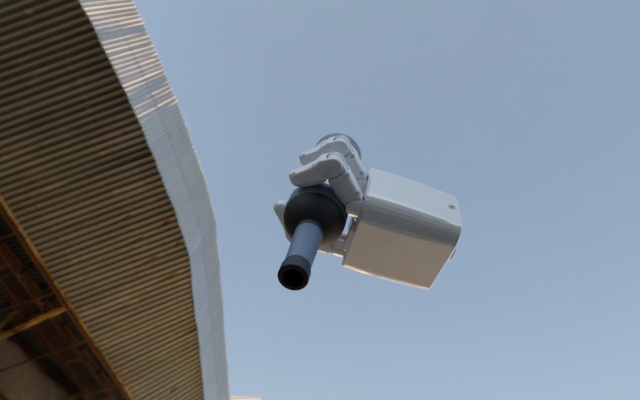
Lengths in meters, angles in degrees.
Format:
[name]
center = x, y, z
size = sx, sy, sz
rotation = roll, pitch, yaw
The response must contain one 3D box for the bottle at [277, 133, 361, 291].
[bottle]
center = 0.000, 0.002, 0.535
size = 0.069, 0.069, 0.295
rotation = 0, 26, 10
